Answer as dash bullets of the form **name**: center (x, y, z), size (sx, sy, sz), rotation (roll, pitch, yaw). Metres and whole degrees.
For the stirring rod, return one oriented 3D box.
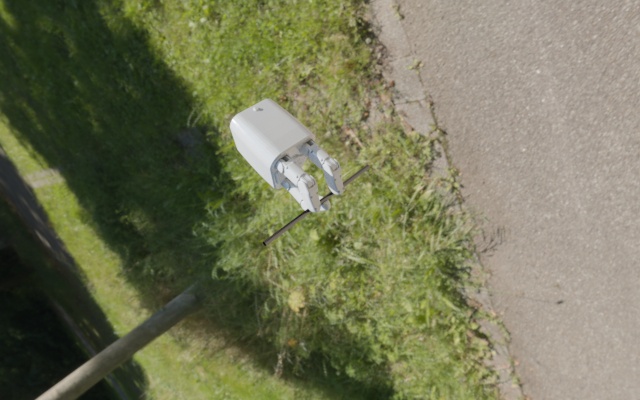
- **stirring rod**: center (0.000, 0.002, 0.762), size (0.239, 0.011, 0.011), rotation (-37, 21, -31)
